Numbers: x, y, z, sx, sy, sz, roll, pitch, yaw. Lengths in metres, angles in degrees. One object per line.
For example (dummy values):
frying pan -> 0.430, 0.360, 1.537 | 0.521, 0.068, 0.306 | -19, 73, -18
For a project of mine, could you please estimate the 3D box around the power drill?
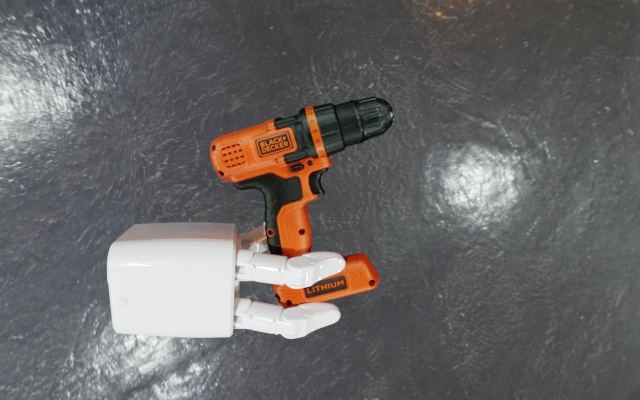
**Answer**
power drill -> 0.000, 0.002, 0.479 | 0.184, 0.187, 0.057 | -15, 4, 5
